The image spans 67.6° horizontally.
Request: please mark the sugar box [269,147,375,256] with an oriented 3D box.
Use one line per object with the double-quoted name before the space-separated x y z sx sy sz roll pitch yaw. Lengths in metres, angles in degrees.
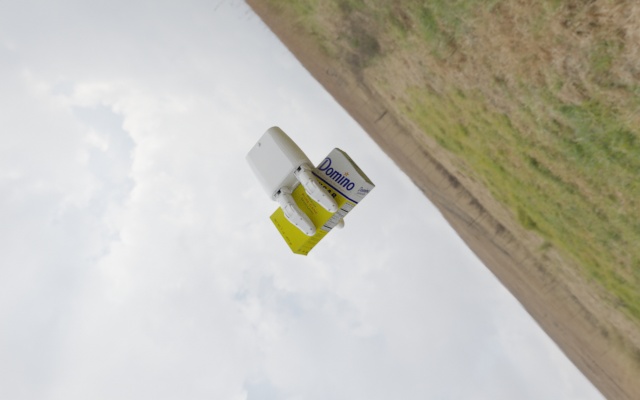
"sugar box" 0.000 0.003 0.819 0.048 0.176 0.093 20 27 -55
